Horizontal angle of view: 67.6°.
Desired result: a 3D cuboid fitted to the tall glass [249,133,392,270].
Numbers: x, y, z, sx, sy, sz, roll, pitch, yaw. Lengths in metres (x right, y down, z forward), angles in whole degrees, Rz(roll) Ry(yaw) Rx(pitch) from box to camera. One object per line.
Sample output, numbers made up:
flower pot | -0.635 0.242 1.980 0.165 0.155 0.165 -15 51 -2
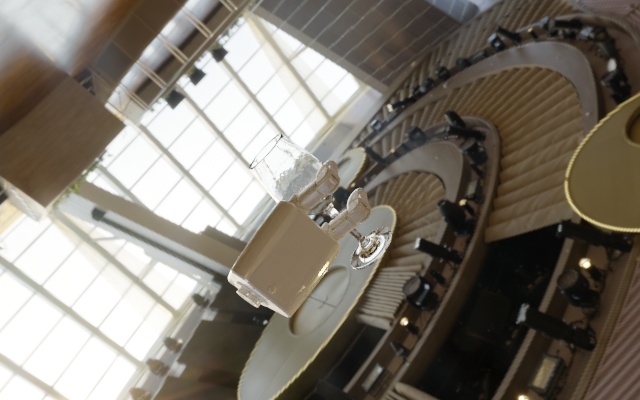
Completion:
tall glass | 0.001 0.002 0.629 0.201 0.079 0.079 43 -16 -17
